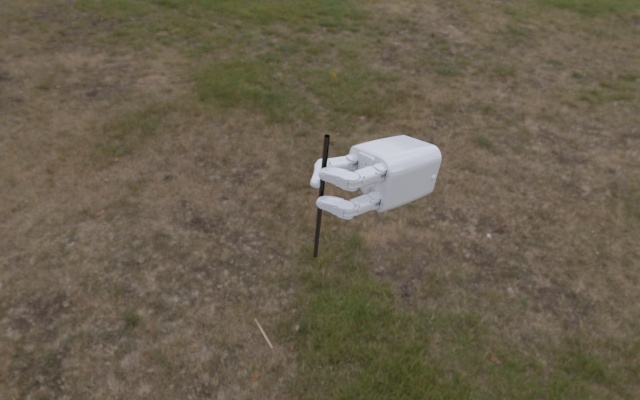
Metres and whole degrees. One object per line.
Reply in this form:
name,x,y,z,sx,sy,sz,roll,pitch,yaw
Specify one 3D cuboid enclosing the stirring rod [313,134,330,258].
stirring rod,0.000,0.002,0.745,0.011,0.240,0.011,3,39,-3
